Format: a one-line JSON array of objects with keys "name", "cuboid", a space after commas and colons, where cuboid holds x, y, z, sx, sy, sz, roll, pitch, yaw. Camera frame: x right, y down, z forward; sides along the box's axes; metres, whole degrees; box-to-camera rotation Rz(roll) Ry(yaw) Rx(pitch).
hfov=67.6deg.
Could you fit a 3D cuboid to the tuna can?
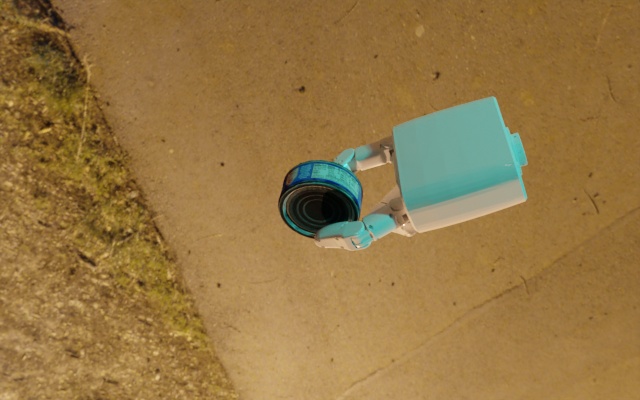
[{"name": "tuna can", "cuboid": [0.000, 0.002, 0.493, 0.086, 0.086, 0.033, 0, 43, 11]}]
